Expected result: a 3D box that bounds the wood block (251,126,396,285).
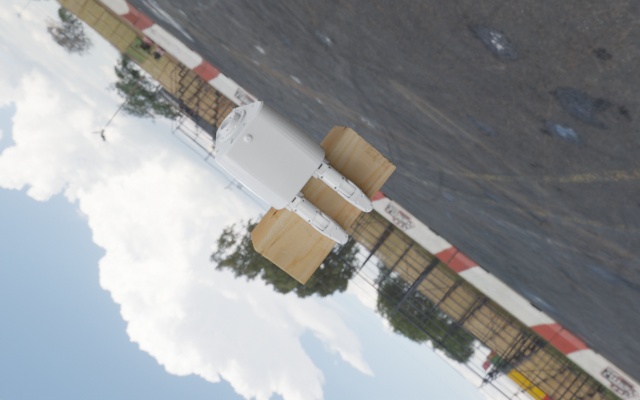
[{"bbox_3d":[0.000,0.002,0.685,0.090,0.206,0.091,38,1,-16],"label":"wood block"}]
